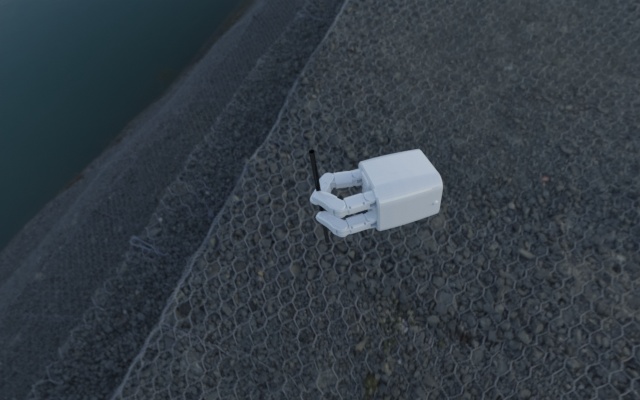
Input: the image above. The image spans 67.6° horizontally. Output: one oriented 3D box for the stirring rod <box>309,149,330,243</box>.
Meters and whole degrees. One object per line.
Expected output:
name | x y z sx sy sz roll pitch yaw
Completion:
stirring rod | 0.000 0.003 0.771 0.011 0.011 0.240 0 -37 8
